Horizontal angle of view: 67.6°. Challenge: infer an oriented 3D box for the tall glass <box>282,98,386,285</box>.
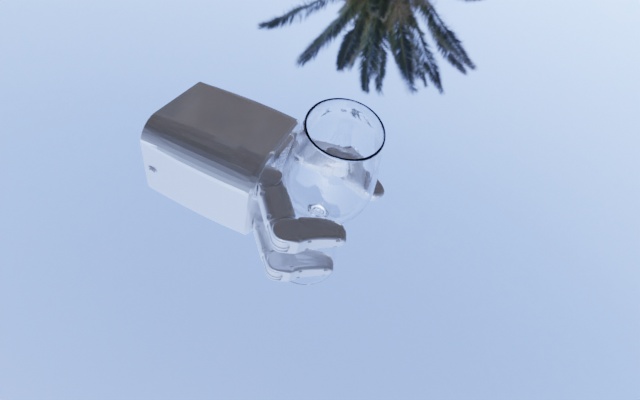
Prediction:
[{"bbox_3d":[0.000,0.002,0.429,0.079,0.079,0.201,0,-33,-13],"label":"tall glass"}]
